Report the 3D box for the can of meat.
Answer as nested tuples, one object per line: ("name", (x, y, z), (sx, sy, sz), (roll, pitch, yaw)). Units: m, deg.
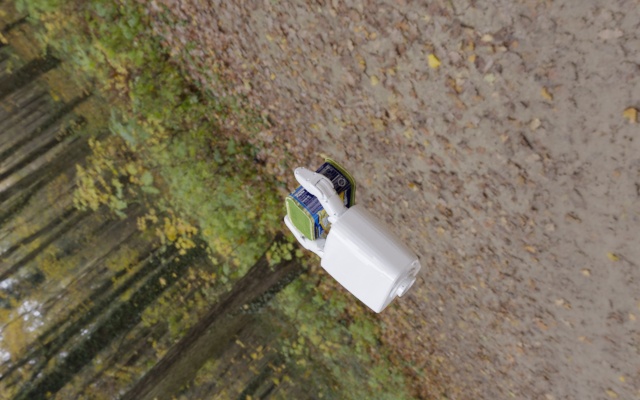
("can of meat", (0.000, 0.002, 0.669), (0.057, 0.084, 0.102), (41, -19, 19))
